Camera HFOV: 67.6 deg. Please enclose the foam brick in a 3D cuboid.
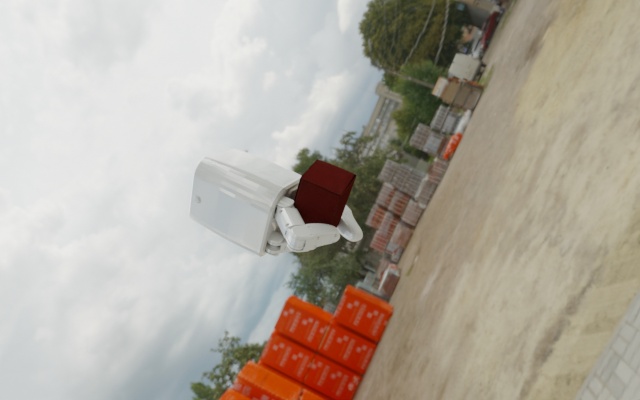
[{"bbox_3d":[0.000,0.002,0.555,0.051,0.078,0.053,26,36,10],"label":"foam brick"}]
